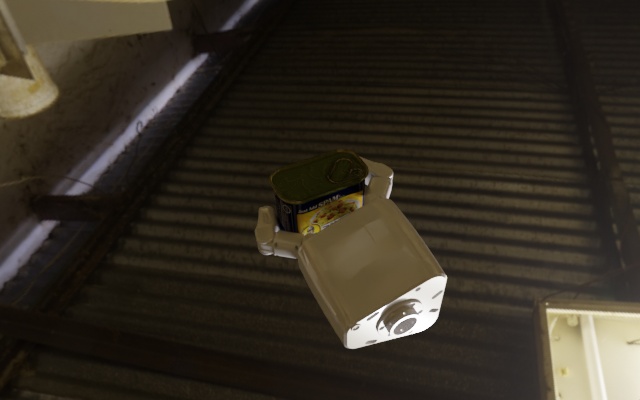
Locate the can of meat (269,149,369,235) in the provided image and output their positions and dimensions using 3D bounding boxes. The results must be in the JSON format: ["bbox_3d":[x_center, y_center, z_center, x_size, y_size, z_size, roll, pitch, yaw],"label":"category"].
[{"bbox_3d":[0.000,0.002,0.525,0.102,0.084,0.057,-20,47,-17],"label":"can of meat"}]
